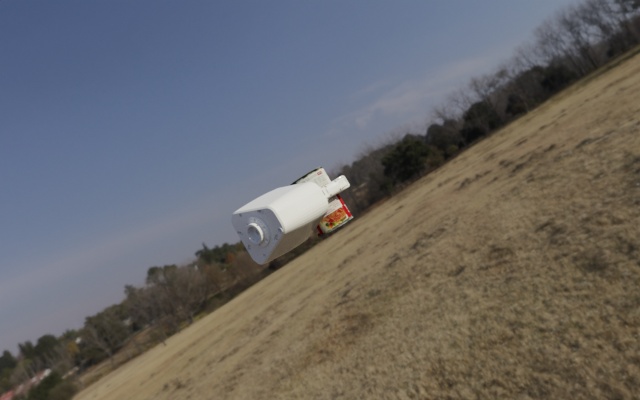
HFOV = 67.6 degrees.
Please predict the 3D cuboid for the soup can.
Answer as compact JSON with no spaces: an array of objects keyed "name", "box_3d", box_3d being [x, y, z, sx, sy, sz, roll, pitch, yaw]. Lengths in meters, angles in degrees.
[{"name":"soup can","box_3d":[0.000,0.002,0.809,0.068,0.102,0.068,-31,-1,-1]}]
